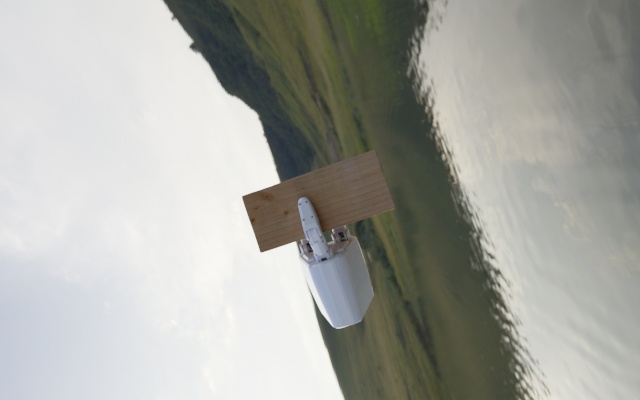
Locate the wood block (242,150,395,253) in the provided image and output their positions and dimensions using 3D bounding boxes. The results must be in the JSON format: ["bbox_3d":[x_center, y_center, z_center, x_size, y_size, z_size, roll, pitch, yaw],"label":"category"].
[{"bbox_3d":[0.000,0.003,0.725,0.206,0.090,0.091,-19,-2,6],"label":"wood block"}]
